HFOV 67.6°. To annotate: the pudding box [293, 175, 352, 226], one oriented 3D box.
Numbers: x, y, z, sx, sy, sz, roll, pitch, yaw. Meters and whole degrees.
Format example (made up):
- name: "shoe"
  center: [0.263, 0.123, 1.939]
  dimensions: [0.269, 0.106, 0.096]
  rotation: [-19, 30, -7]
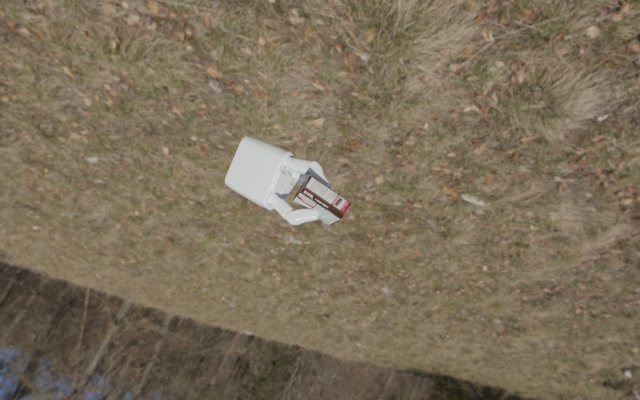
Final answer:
- name: "pudding box"
  center: [0.000, 0.003, 0.869]
  dimensions: [0.090, 0.039, 0.113]
  rotation: [33, -11, -4]
